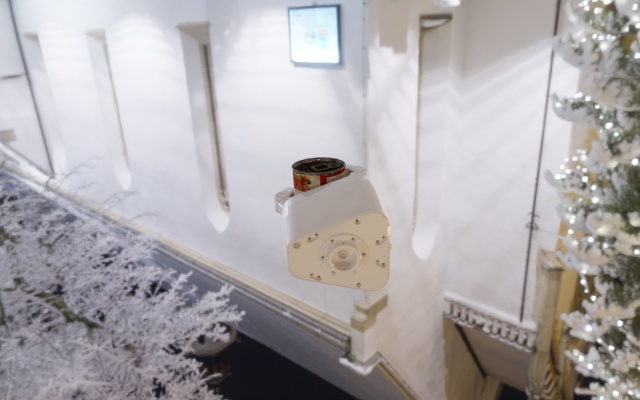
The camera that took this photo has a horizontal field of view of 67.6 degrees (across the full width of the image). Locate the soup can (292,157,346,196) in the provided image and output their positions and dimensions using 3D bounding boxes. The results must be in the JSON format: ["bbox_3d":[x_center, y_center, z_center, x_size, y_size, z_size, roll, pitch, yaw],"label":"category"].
[{"bbox_3d":[0.000,0.002,0.616,0.068,0.102,0.068,-3,21,1],"label":"soup can"}]
